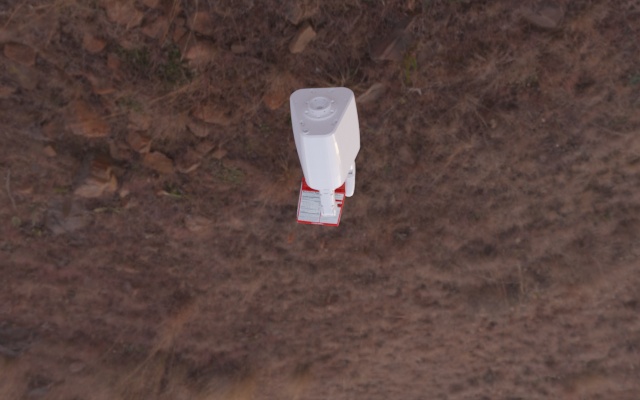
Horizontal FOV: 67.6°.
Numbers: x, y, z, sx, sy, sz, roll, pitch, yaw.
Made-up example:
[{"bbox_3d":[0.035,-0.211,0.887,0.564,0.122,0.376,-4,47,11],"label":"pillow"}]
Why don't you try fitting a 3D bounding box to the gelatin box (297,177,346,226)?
[{"bbox_3d":[0.000,0.003,0.807,0.073,0.030,0.089,5,-43,-5],"label":"gelatin box"}]
